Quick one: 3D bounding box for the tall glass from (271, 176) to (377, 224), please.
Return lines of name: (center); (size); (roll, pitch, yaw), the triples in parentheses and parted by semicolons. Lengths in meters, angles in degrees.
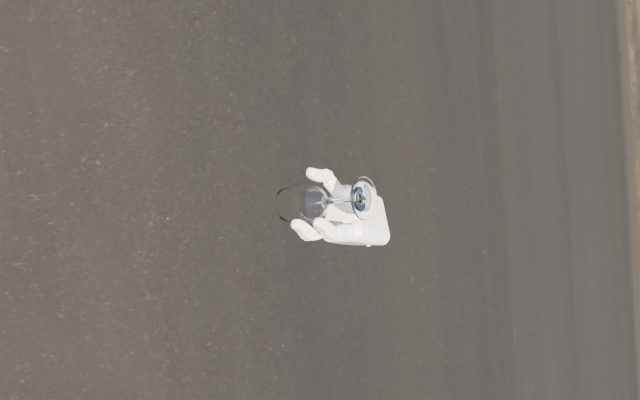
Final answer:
tall glass: (0.001, 0.003, 0.865); (0.201, 0.079, 0.079); (-5, -3, 42)
